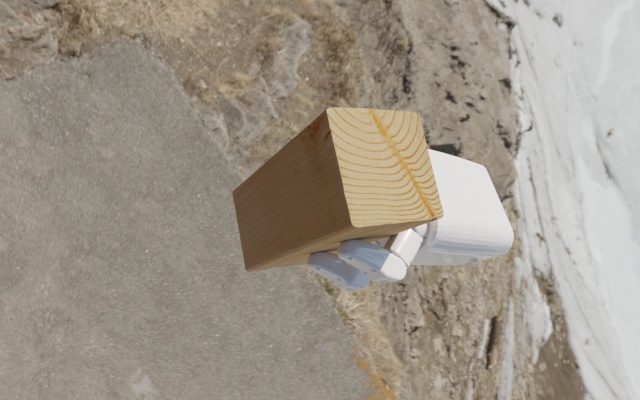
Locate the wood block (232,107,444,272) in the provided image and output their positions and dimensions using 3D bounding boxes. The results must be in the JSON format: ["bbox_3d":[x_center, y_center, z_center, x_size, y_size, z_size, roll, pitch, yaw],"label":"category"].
[{"bbox_3d":[0.000,0.001,0.437,0.090,0.090,0.206,-4,-14,-31],"label":"wood block"}]
